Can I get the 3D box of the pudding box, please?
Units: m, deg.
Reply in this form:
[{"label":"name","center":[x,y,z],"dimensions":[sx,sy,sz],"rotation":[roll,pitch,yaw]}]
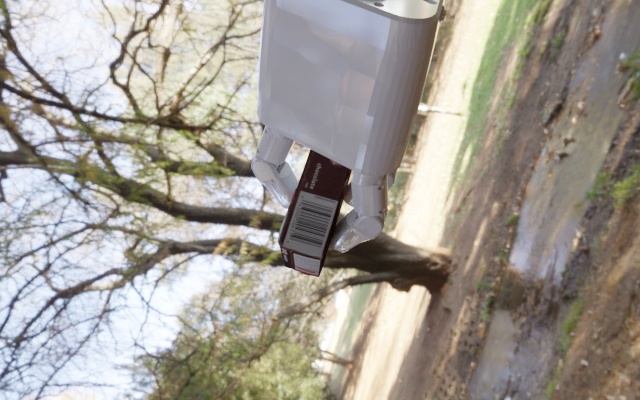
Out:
[{"label":"pudding box","center":[0.000,0.001,0.405],"dimensions":[0.039,0.113,0.090],"rotation":[18,-17,5]}]
